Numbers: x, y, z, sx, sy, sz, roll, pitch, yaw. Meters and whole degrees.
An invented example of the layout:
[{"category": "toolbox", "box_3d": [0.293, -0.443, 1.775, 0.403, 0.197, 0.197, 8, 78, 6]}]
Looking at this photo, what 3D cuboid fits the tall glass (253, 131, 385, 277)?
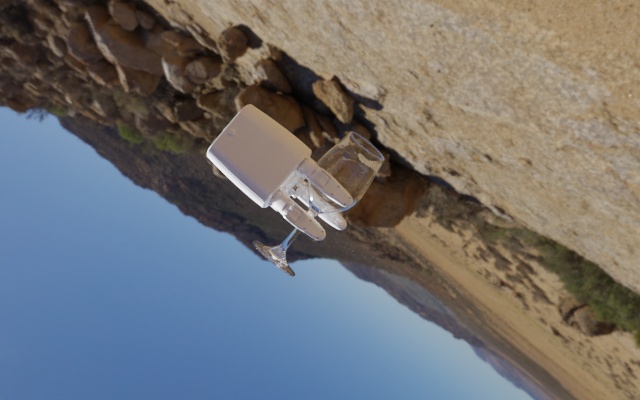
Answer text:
[{"category": "tall glass", "box_3d": [0.000, 0.003, 0.647, 0.079, 0.201, 0.079, 40, -1, 0]}]
